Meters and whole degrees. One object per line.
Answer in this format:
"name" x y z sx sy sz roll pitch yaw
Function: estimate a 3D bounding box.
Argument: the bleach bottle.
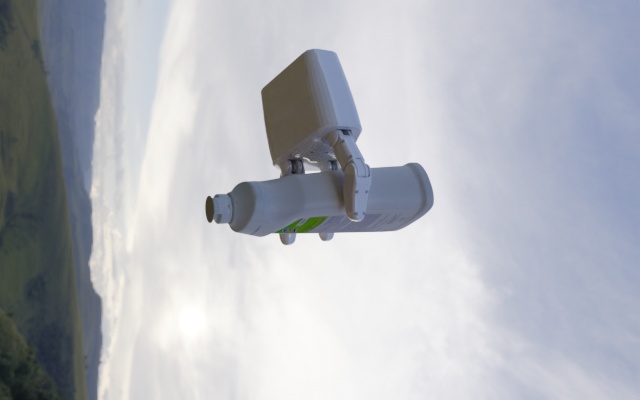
"bleach bottle" 0.000 0.002 0.536 0.251 0.068 0.103 -2 -25 -30
